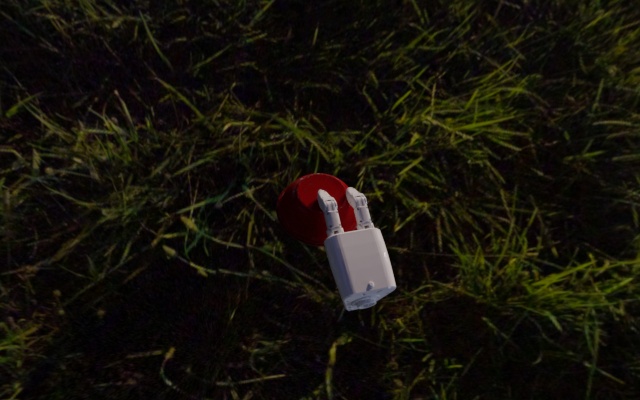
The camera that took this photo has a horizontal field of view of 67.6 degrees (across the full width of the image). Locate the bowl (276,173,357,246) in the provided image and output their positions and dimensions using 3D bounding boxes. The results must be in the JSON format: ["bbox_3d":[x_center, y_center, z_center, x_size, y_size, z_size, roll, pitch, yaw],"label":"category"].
[{"bbox_3d":[0.000,0.002,0.880,0.162,0.162,0.055,0,-38,-8],"label":"bowl"}]
